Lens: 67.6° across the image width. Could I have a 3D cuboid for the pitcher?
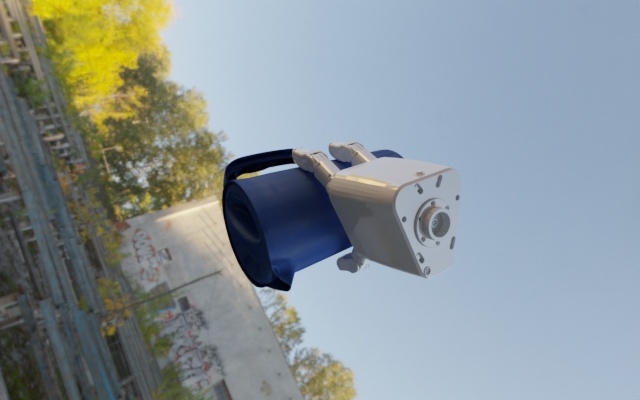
[{"bbox_3d":[0.000,0.002,0.622,0.243,0.149,0.145,-18,15,-28],"label":"pitcher"}]
